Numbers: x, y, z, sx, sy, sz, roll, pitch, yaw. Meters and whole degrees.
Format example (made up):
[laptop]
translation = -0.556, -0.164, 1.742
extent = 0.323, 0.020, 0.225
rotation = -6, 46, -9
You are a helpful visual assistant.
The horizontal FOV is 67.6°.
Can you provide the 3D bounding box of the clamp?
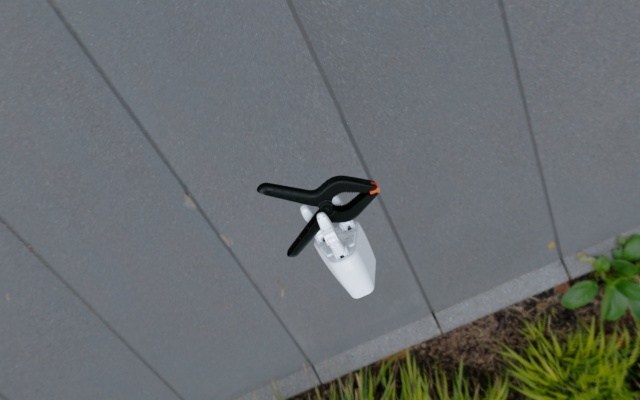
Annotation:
[clamp]
translation = 0.001, 0.003, 0.854
extent = 0.210, 0.165, 0.036
rotation = -25, 32, 6
